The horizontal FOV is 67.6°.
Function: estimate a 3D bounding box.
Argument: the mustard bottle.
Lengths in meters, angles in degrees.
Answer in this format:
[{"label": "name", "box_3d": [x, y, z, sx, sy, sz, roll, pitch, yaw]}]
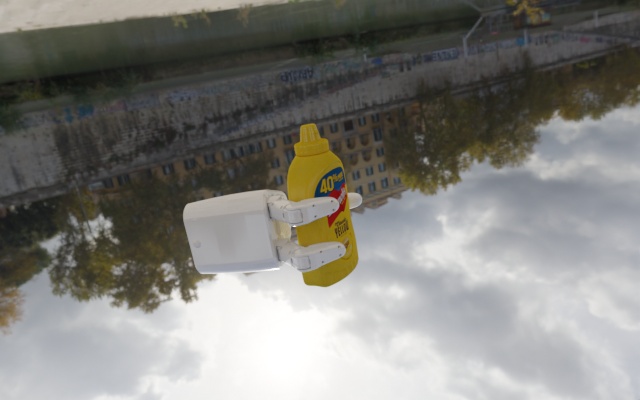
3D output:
[{"label": "mustard bottle", "box_3d": [0.000, 0.002, 0.588, 0.058, 0.192, 0.096, 0, 18, 33]}]
